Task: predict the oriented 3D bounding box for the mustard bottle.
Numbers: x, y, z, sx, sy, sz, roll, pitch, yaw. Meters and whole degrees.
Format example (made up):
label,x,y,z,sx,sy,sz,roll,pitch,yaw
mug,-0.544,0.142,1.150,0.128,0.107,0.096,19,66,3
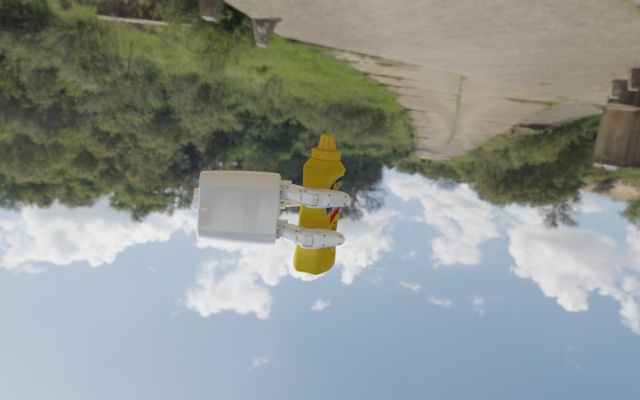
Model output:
label,x,y,z,sx,sy,sz,roll,pitch,yaw
mustard bottle,0.000,0.003,0.681,0.058,0.192,0.096,9,13,16
